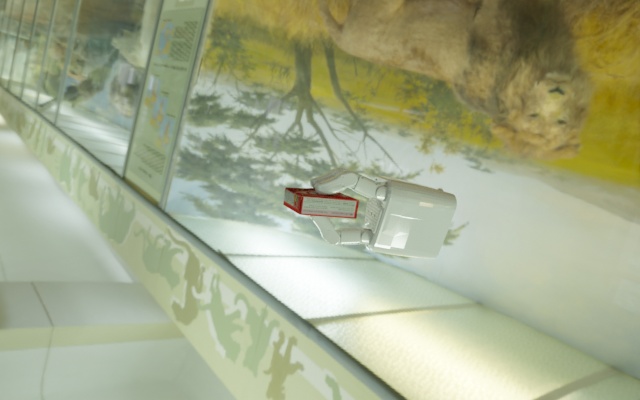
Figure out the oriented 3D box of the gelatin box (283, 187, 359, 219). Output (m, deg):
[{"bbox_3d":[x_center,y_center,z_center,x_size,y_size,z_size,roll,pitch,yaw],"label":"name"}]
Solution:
[{"bbox_3d":[0.000,0.003,0.684,0.089,0.030,0.073,4,9,-23],"label":"gelatin box"}]
